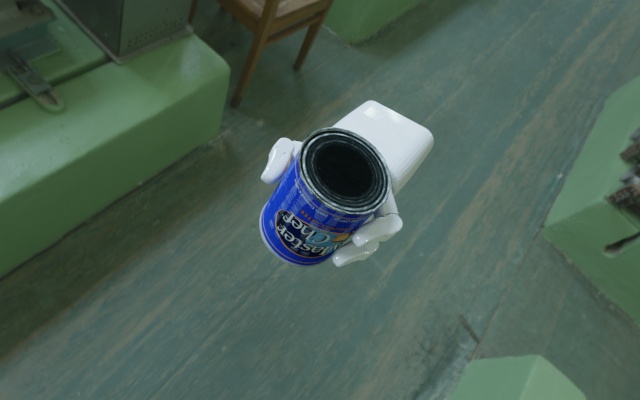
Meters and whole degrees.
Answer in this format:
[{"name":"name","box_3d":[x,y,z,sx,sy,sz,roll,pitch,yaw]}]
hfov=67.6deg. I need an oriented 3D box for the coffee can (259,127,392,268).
[{"name":"coffee can","box_3d":[0.000,0.002,0.530,0.103,0.102,0.140,0,-28,-25]}]
